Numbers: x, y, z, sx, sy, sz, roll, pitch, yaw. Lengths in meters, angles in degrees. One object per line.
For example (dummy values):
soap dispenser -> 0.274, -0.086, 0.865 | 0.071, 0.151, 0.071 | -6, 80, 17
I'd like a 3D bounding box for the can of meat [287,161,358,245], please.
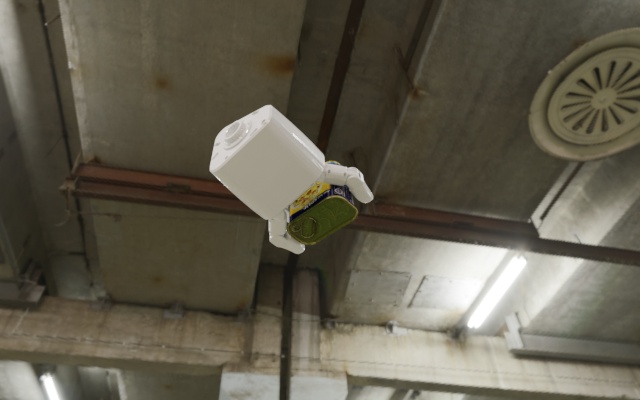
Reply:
can of meat -> 0.000, 0.002, 0.692 | 0.102, 0.083, 0.057 | -34, -54, 25
